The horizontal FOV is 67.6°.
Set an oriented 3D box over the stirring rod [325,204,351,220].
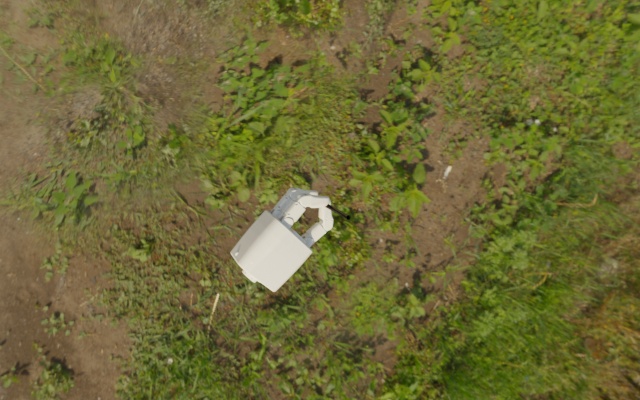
[{"bbox_3d":[0.000,0.003,0.899,0.011,0.011,0.239,0,12,-23],"label":"stirring rod"}]
